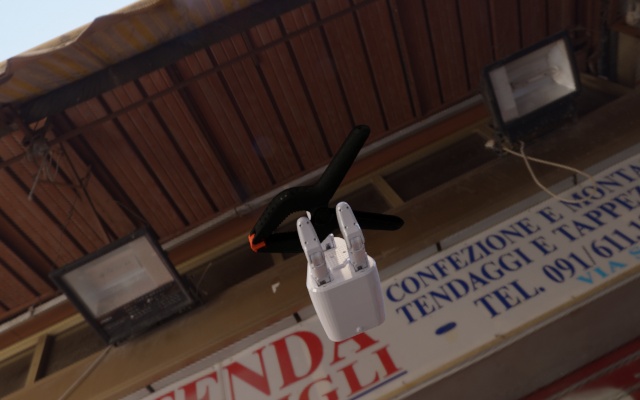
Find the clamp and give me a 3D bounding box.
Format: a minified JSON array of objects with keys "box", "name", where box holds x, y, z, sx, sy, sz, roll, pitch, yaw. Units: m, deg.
[{"box":[-0.001,0.002,0.629,0.210,0.165,0.036,-20,27,-6],"name":"clamp"}]
